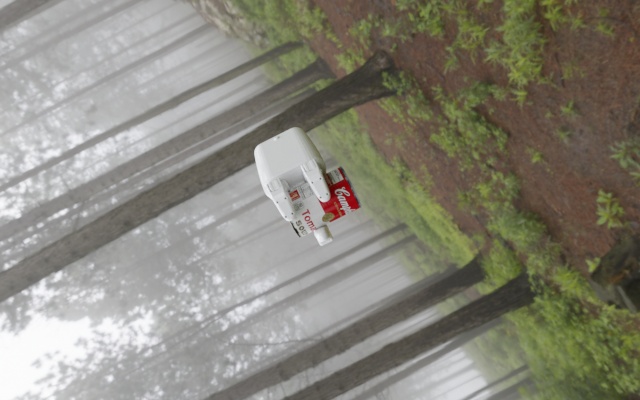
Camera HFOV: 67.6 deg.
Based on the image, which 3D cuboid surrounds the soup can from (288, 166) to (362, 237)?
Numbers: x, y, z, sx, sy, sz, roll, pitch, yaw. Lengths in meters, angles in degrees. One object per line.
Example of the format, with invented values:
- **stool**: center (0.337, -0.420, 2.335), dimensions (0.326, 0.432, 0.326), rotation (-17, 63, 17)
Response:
- **soup can**: center (0.000, 0.003, 0.696), dimensions (0.102, 0.068, 0.068), rotation (-26, 0, 1)
